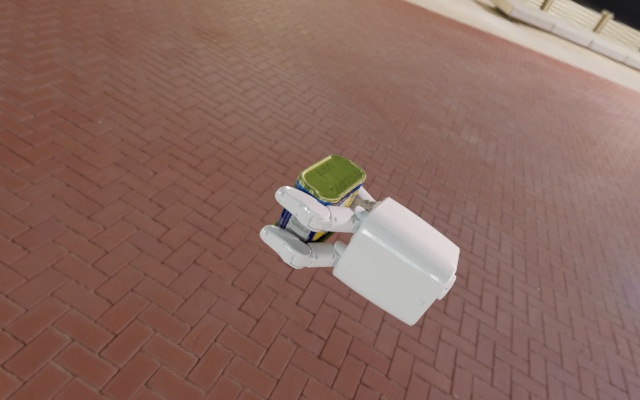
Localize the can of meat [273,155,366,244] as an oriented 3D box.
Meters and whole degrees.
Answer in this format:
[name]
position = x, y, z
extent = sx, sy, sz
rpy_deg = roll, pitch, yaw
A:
[can of meat]
position = 0.000, 0.001, 0.550
extent = 0.057, 0.084, 0.102
rpy_deg = 37, 36, 12
